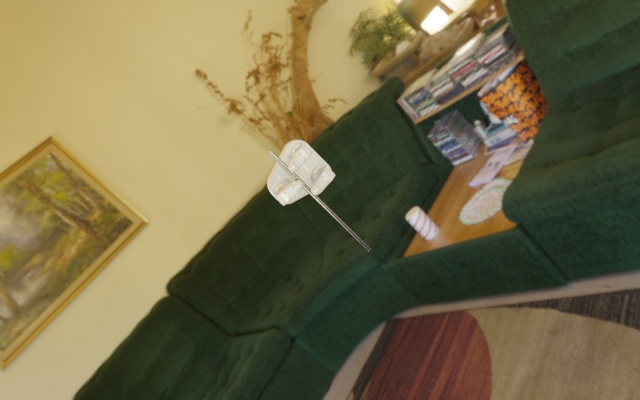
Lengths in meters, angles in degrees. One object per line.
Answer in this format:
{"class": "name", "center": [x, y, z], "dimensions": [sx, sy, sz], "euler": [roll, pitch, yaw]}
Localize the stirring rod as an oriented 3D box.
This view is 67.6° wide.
{"class": "stirring rod", "center": [0.000, 0.003, 0.796], "dimensions": [0.239, 0.011, 0.011], "euler": [45, -12, -12]}
